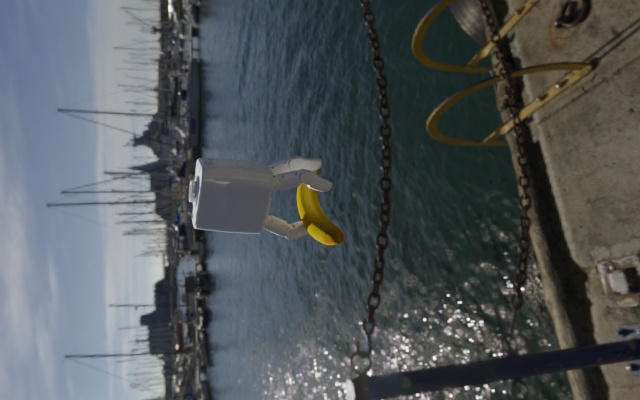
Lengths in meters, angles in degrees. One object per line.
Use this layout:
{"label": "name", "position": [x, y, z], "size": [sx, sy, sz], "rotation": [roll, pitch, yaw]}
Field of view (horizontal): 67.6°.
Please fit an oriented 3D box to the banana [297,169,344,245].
{"label": "banana", "position": [-0.008, 0.014, 0.778], "size": [0.037, 0.070, 0.197], "rotation": [10, 38, -24]}
